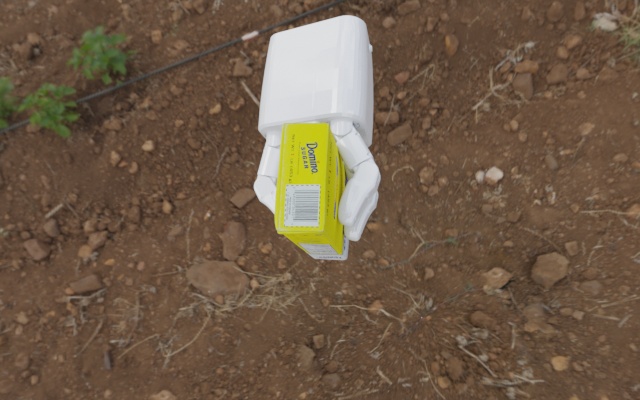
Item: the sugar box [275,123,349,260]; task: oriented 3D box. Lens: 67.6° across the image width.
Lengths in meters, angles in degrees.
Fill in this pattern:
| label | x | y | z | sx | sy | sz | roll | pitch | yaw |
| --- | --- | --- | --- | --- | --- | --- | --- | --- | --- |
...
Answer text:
| label | x | y | z | sx | sy | sz | roll | pitch | yaw |
| --- | --- | --- | --- | --- | --- | --- | --- | --- | --- |
| sugar box | 0.001 | 0.001 | 0.461 | 0.048 | 0.093 | 0.176 | 1 | -13 | 12 |
